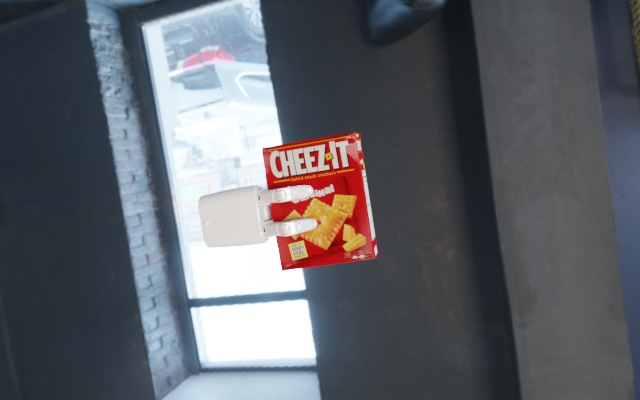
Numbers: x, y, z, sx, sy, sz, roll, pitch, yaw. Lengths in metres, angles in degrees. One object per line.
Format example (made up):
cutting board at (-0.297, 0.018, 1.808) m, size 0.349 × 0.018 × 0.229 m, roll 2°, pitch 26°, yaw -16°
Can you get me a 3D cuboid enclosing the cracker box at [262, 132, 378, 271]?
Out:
cracker box at (0.000, 0.003, 0.813) m, size 0.164 × 0.214 × 0.072 m, roll -8°, pitch 4°, yaw 10°
